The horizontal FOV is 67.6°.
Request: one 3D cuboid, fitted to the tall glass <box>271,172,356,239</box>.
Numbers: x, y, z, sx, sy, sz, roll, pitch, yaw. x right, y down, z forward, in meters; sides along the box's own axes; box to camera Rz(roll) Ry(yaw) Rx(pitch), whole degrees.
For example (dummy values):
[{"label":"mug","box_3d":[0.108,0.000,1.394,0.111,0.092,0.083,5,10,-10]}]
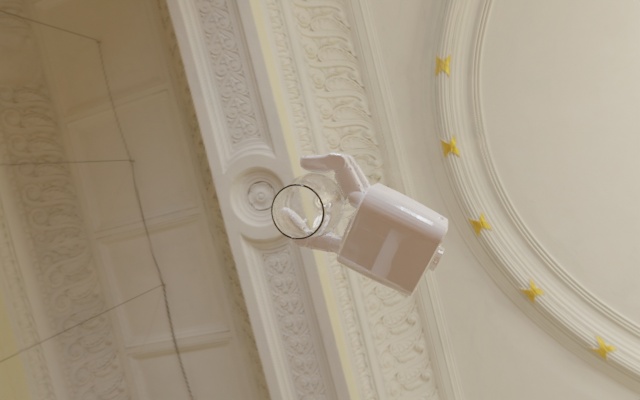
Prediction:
[{"label":"tall glass","box_3d":[0.000,0.002,0.619,0.079,0.079,0.201,0,6,15]}]
